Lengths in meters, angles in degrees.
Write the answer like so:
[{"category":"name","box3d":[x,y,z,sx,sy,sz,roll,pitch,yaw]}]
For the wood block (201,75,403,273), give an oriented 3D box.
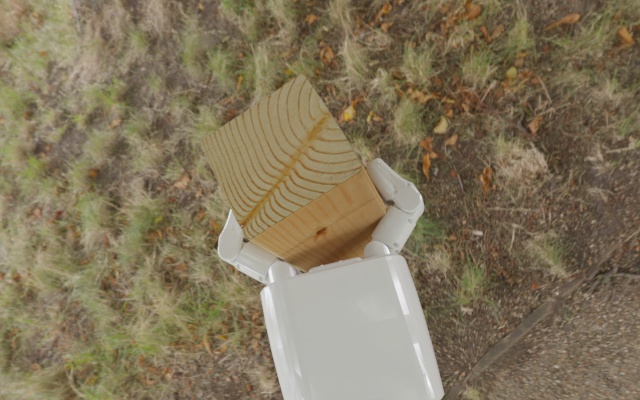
[{"category":"wood block","box3d":[0.000,0.001,0.410,0.091,0.090,0.206,-32,-25,4]}]
